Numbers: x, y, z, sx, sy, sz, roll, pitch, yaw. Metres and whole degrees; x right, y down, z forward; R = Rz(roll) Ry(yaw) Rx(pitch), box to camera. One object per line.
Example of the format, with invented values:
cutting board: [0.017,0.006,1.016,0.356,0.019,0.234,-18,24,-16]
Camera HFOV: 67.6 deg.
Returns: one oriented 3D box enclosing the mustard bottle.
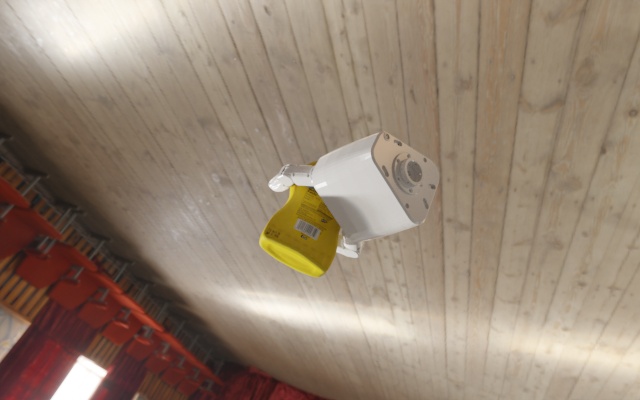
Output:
mustard bottle: [0.000,0.002,0.651,0.096,0.191,0.058,28,-32,-1]
